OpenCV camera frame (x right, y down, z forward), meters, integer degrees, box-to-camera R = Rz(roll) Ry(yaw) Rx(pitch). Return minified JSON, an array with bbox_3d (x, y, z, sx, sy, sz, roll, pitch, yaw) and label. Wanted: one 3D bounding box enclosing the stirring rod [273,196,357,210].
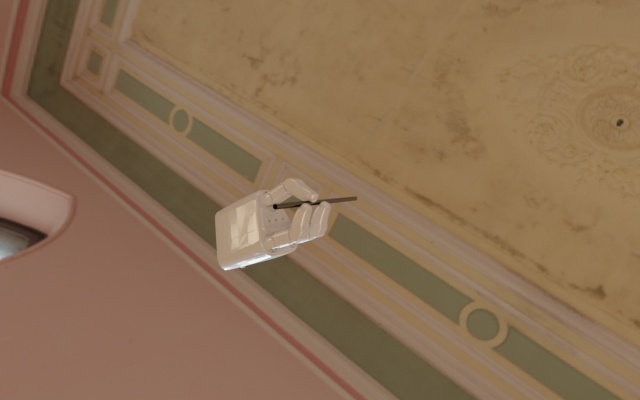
[{"bbox_3d":[0.000,0.002,0.764,0.011,0.011,0.239,0,3,32],"label":"stirring rod"}]
